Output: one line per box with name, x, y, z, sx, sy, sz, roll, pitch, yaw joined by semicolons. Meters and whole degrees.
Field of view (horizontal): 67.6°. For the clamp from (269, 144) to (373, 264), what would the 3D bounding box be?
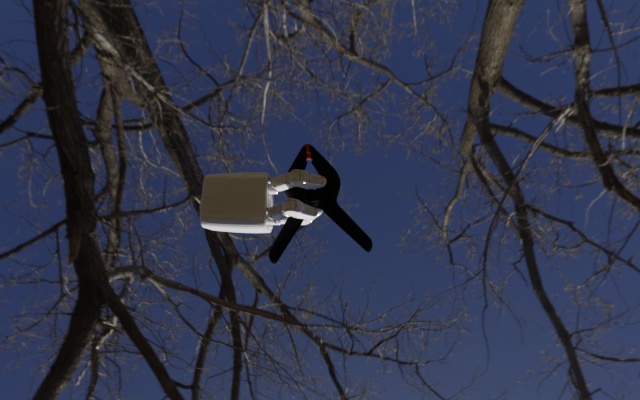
clamp;0.000;0.002;0.791;0.164;0.210;0.036;0;-24;-1
